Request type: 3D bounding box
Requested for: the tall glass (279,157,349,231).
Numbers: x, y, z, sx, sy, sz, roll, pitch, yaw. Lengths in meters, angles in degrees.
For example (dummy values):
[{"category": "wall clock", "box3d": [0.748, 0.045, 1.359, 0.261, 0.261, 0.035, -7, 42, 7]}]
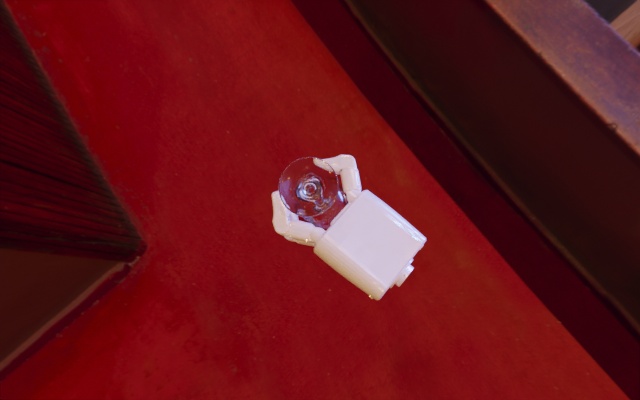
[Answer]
[{"category": "tall glass", "box3d": [0.000, 0.002, 0.672, 0.079, 0.079, 0.201, 0, -11, 8]}]
